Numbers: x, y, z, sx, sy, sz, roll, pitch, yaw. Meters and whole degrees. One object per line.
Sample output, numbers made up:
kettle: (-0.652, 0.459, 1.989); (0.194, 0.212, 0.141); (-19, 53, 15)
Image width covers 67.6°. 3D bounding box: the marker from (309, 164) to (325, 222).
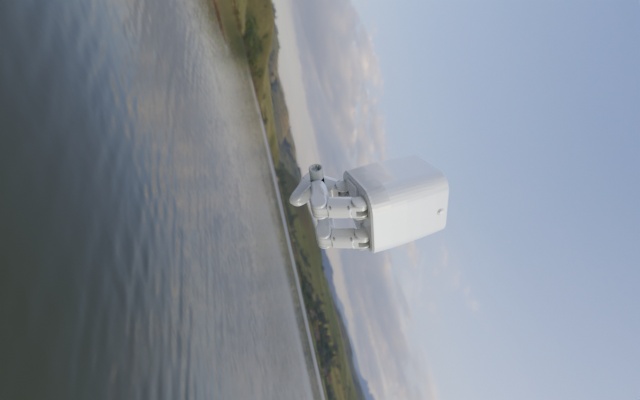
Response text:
marker: (0.000, 0.002, 0.659); (0.020, 0.121, 0.020); (-4, 42, 4)
